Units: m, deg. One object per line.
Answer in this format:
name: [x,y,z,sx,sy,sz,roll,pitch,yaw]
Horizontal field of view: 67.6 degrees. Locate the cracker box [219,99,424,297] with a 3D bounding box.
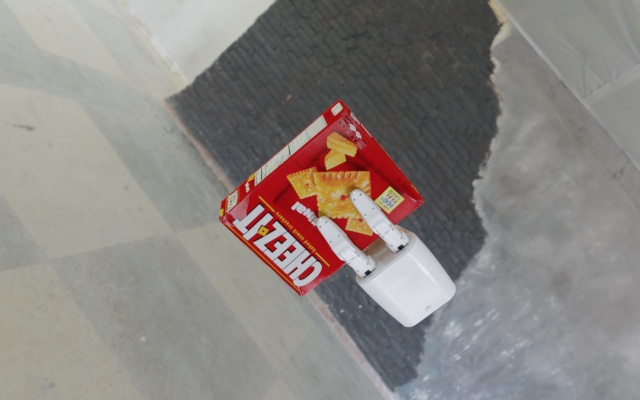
cracker box: [0.000,0.002,0.630,0.214,0.164,0.072,-39,21,10]
